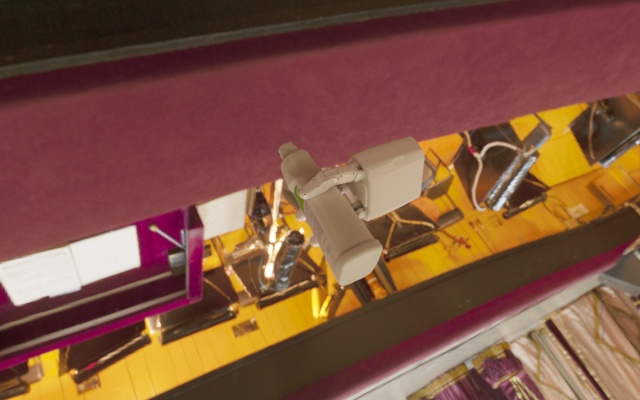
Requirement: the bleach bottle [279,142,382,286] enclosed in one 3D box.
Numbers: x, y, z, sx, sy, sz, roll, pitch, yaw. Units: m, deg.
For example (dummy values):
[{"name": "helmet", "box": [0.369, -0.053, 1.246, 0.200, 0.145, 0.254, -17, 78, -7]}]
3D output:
[{"name": "bleach bottle", "box": [0.000, 0.003, 0.741, 0.068, 0.250, 0.103, -21, -28, -19]}]
